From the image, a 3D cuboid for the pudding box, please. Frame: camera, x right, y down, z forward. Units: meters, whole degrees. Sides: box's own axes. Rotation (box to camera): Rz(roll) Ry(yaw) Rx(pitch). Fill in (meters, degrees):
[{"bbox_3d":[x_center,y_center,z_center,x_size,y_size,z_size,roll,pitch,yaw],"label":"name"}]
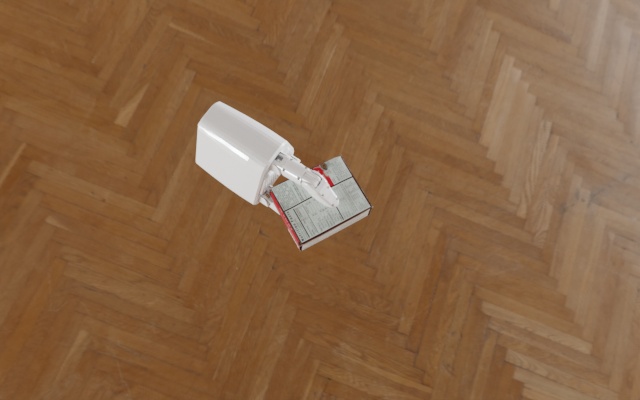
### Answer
[{"bbox_3d":[0.000,0.002,0.641,0.113,0.090,0.039,-27,-13,-11],"label":"pudding box"}]
